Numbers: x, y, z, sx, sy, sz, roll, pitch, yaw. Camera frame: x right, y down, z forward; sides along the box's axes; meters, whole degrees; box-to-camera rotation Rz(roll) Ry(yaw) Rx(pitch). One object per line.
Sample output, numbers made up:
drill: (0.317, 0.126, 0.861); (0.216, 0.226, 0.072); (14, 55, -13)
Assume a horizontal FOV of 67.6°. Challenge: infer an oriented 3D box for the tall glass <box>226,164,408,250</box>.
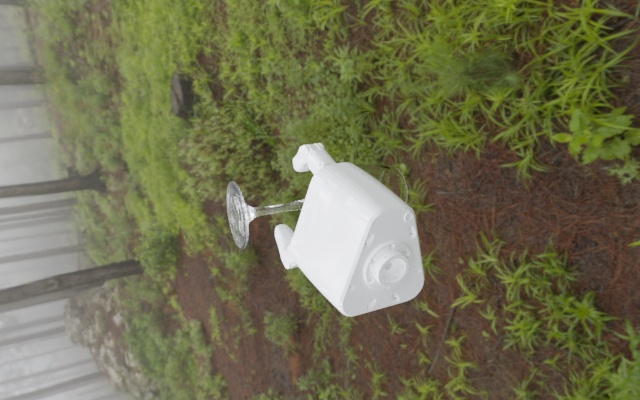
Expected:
tall glass: (-0.001, 0.002, 0.548); (0.201, 0.079, 0.079); (-9, 4, -24)
